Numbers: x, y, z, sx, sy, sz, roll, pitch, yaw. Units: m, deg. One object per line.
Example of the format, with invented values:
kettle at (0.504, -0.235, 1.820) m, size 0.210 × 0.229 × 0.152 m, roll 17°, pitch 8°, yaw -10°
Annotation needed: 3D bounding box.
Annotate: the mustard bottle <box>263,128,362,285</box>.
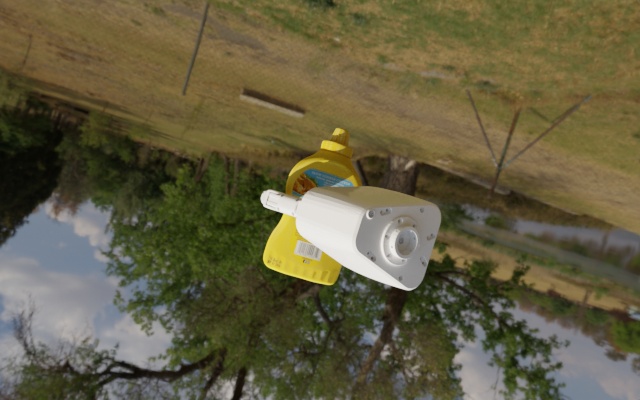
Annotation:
mustard bottle at (0.000, 0.002, 0.600) m, size 0.096 × 0.191 × 0.058 m, roll 18°, pitch -1°, yaw -8°
